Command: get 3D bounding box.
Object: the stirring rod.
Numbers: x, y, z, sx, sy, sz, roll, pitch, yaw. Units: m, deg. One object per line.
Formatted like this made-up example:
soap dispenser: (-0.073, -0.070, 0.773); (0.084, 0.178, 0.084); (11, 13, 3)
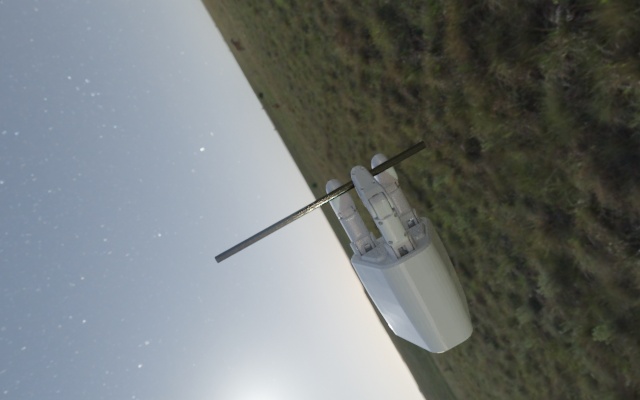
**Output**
stirring rod: (0.000, 0.002, 0.483); (0.239, 0.011, 0.011); (-29, 0, 0)
